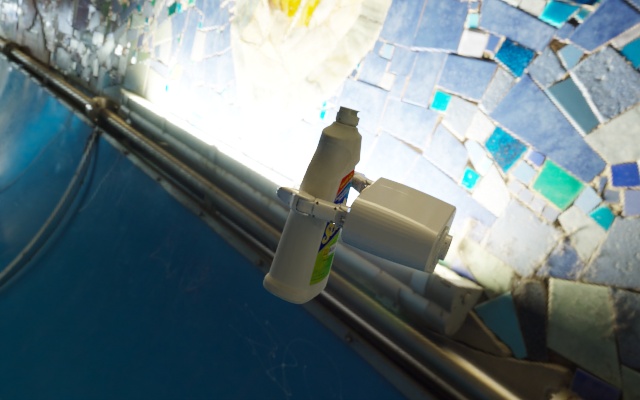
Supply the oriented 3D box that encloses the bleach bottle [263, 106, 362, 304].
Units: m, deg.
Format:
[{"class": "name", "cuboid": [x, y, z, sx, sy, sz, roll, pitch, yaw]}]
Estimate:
[{"class": "bleach bottle", "cuboid": [0.000, 0.002, 0.624, 0.068, 0.251, 0.102, 21, 15, 21]}]
